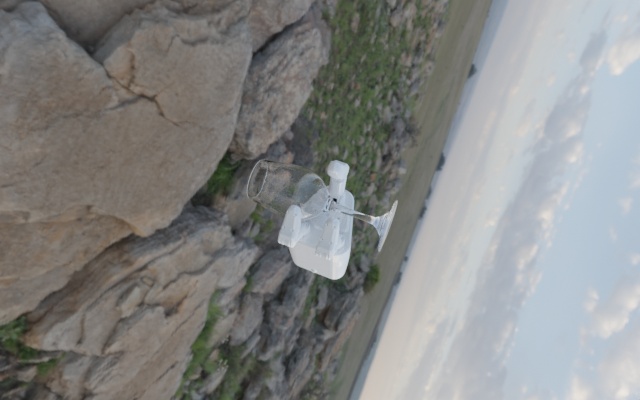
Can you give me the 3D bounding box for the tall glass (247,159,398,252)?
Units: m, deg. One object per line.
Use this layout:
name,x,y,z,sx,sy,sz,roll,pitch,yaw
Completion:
tall glass,0.001,0.002,0.667,0.201,0.079,0.079,20,4,12
